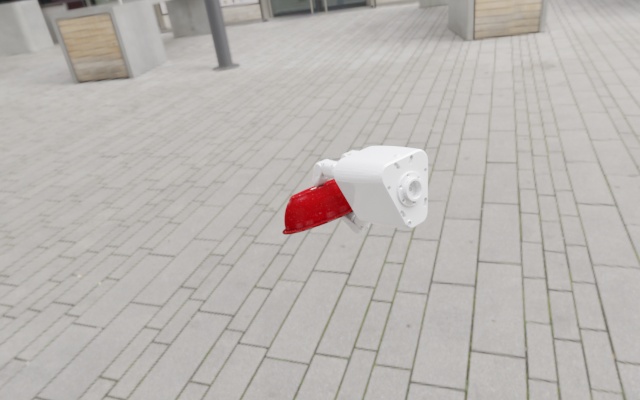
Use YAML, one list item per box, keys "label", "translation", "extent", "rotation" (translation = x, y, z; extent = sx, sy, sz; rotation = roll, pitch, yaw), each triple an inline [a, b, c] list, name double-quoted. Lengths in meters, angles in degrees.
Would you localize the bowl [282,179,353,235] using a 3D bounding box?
- label: "bowl"
  translation: [-0.001, 0.003, 0.823]
  extent: [0.162, 0.055, 0.162]
  rotation: [-22, 5, 2]
